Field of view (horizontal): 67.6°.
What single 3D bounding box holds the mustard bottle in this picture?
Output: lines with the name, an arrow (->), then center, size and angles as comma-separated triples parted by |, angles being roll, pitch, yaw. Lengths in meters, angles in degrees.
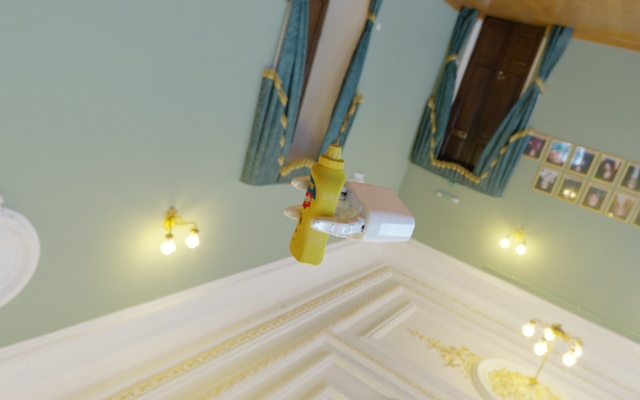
mustard bottle -> 0.000, 0.003, 0.776 | 0.058, 0.192, 0.096 | 13, 16, -10
